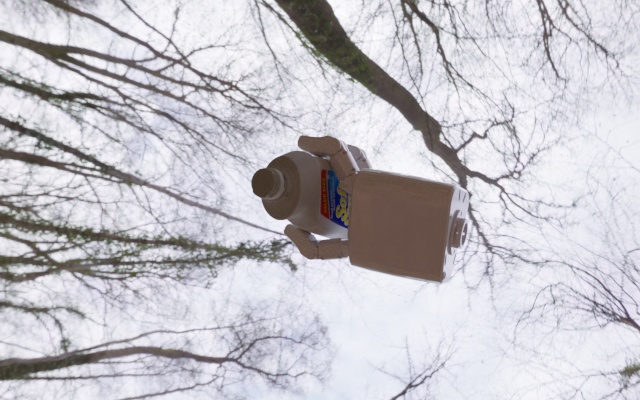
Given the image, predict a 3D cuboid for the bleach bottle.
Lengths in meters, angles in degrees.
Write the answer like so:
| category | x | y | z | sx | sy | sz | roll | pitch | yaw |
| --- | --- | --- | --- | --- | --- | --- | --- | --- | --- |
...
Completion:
| category | x | y | z | sx | sy | sz | roll | pitch | yaw |
| --- | --- | --- | --- | --- | --- | --- | --- | --- | --- |
| bleach bottle | 0.000 | 0.002 | 0.570 | 0.068 | 0.102 | 0.251 | 10 | 0 | 28 |
